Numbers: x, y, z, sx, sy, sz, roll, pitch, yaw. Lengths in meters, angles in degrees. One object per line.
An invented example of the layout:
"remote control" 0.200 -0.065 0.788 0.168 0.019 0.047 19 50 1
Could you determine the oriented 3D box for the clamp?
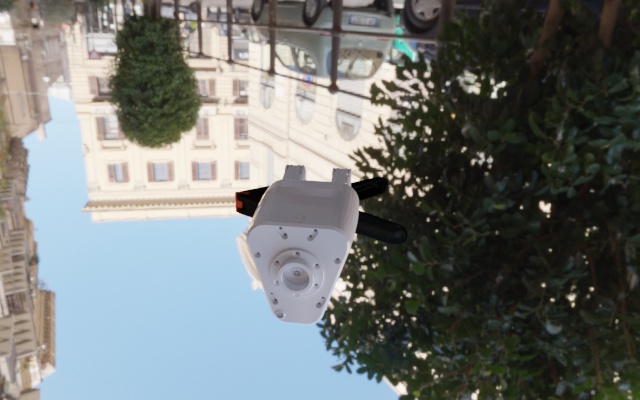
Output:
"clamp" -0.001 0.003 0.606 0.210 0.036 0.164 5 23 5
